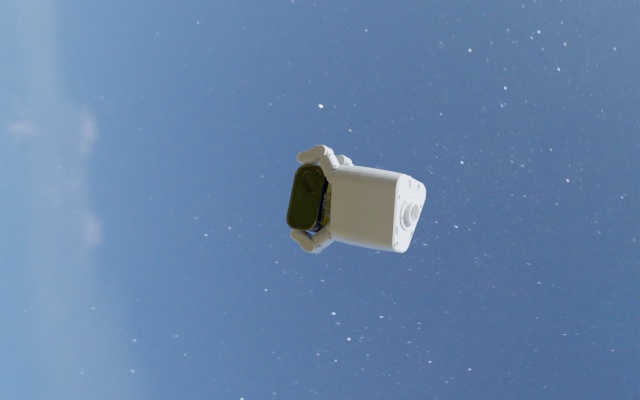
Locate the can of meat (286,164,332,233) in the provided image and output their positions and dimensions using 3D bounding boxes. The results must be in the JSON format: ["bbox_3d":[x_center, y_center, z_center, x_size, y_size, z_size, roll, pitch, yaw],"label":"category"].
[{"bbox_3d":[0.000,0.003,0.755,0.057,0.102,0.084,6,-7,37],"label":"can of meat"}]
